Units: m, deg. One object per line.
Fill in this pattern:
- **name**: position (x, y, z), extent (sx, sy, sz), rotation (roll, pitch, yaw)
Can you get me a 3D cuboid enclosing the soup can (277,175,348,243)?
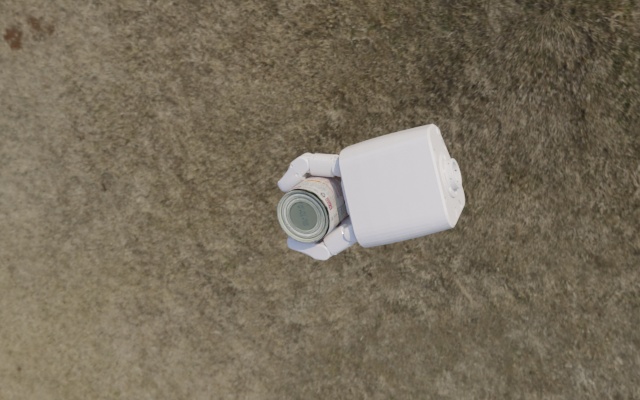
- **soup can**: position (0.000, 0.002, 0.578), extent (0.068, 0.068, 0.102), rotation (0, 20, 26)
